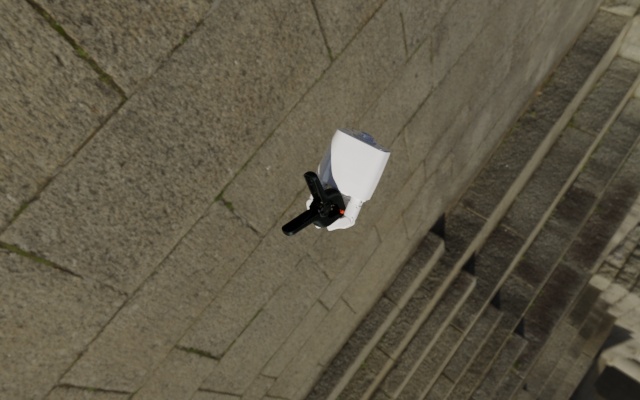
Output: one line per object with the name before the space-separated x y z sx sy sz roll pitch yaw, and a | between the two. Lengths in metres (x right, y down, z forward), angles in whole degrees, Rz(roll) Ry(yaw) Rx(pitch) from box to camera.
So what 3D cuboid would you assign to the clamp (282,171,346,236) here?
clamp | 0.001 0.003 0.887 0.039 0.120 0.171 33 20 26
